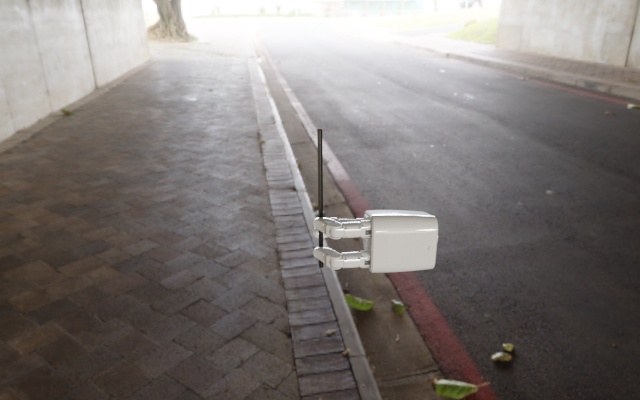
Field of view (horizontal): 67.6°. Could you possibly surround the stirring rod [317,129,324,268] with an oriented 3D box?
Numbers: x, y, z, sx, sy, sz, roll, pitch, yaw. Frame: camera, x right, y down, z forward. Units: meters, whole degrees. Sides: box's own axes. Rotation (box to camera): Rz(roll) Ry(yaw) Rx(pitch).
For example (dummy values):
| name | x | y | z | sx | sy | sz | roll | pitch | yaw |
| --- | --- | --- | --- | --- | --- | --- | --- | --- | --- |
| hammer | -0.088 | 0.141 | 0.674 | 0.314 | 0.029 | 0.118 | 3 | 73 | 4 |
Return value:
| name | x | y | z | sx | sy | sz | roll | pitch | yaw |
| --- | --- | --- | --- | --- | --- | --- | --- | --- | --- |
| stirring rod | 0.000 | 0.003 | 0.781 | 0.011 | 0.240 | 0.011 | -1 | 22 | 0 |
